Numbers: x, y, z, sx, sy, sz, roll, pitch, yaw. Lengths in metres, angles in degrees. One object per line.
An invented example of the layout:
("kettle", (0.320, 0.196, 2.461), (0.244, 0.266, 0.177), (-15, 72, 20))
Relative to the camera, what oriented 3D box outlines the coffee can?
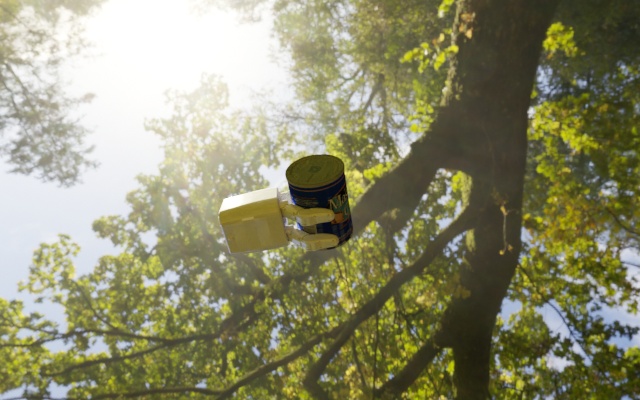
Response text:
("coffee can", (0.000, 0.003, 0.851), (0.103, 0.140, 0.102), (-7, 33, 5))
